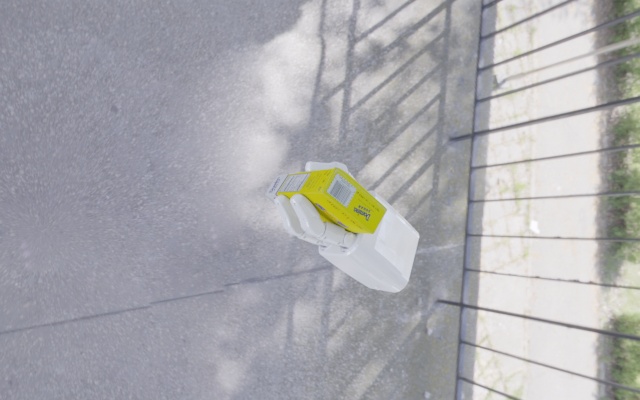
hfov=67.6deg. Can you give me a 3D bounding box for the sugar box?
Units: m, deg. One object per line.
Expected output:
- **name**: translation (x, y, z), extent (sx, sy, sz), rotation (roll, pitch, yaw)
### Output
- **sugar box**: translation (0.000, 0.003, 0.655), extent (0.093, 0.048, 0.176), rotation (40, -21, -22)
